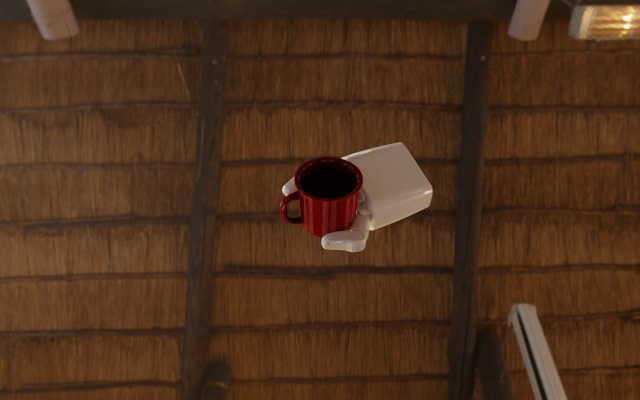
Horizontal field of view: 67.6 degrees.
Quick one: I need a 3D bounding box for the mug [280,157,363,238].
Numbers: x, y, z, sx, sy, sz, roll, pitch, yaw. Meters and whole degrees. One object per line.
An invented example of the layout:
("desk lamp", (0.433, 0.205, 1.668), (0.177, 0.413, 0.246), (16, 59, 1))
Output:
("mug", (-0.001, 0.003, 0.665), (0.117, 0.082, 0.093), (-19, 46, -19))
